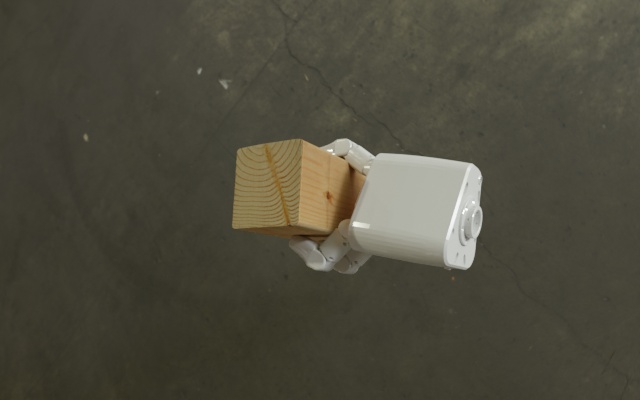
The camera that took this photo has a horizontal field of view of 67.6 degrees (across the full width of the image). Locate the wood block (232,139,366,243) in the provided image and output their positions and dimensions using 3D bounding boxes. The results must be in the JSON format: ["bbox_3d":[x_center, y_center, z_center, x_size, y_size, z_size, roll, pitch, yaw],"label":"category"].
[{"bbox_3d":[0.000,0.002,0.574,0.090,0.091,0.206,-5,-13,33],"label":"wood block"}]
